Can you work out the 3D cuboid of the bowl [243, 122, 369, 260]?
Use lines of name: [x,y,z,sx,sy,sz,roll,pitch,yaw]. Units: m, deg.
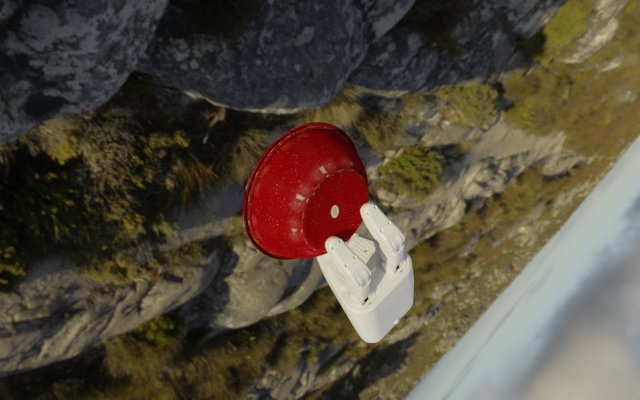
bowl: [0.000,0.001,0.507,0.162,0.162,0.055,0,21,-43]
